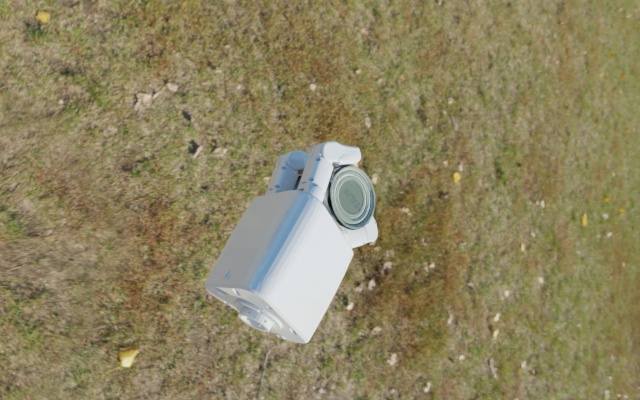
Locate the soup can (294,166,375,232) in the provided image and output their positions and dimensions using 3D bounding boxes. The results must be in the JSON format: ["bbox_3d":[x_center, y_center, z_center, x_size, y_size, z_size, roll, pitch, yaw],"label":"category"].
[{"bbox_3d":[0.001,0.001,0.518,0.068,0.068,0.102,0,-6,-42],"label":"soup can"}]
